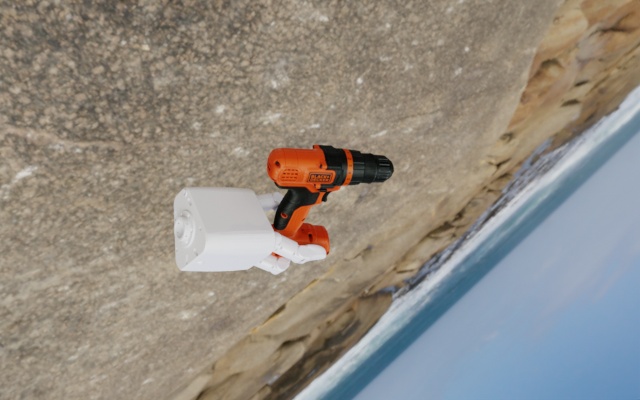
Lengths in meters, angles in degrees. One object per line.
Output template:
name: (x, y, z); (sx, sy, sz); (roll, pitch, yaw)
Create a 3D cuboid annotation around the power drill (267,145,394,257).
power drill: (0.000, 0.003, 0.702); (0.184, 0.188, 0.057); (2, 41, -20)
